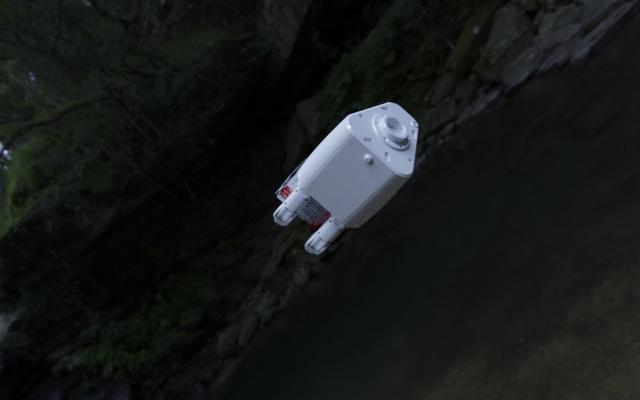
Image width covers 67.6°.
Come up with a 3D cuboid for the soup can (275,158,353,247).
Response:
[{"bbox_3d":[0.000,0.002,0.623,0.102,0.068,0.068,42,-2,-2],"label":"soup can"}]
